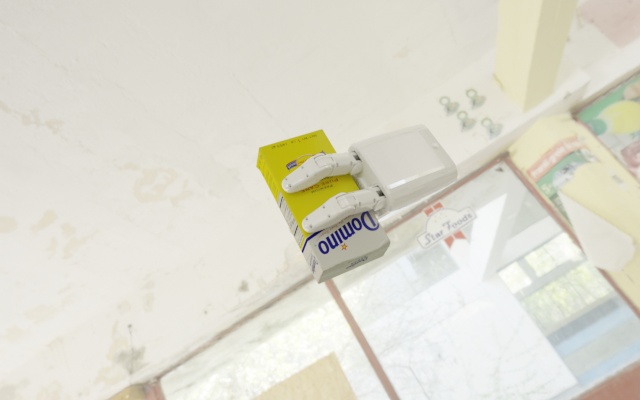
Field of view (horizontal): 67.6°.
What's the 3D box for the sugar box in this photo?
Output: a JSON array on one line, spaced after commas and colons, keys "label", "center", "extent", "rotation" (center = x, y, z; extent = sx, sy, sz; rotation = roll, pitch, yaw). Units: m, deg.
[{"label": "sugar box", "center": [0.000, 0.001, 0.574], "extent": [0.093, 0.176, 0.048], "rotation": [-21, -26, -22]}]
